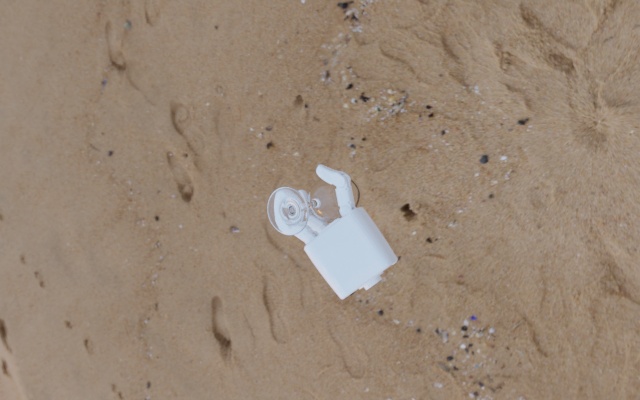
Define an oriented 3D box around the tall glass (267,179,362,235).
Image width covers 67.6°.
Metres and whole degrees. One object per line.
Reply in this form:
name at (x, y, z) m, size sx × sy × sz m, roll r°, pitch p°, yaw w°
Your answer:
tall glass at (0.000, 0.003, 0.799) m, size 0.079 × 0.079 × 0.201 m, roll 0°, pitch 8°, yaw 30°
